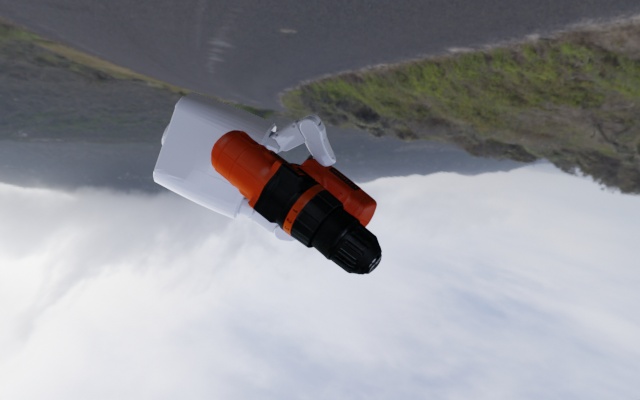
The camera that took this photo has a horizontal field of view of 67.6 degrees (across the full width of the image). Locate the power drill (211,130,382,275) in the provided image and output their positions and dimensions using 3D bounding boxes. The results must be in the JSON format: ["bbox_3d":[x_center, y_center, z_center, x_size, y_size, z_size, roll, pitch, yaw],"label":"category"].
[{"bbox_3d":[0.000,0.001,0.486,0.184,0.057,0.187,39,10,16],"label":"power drill"}]
